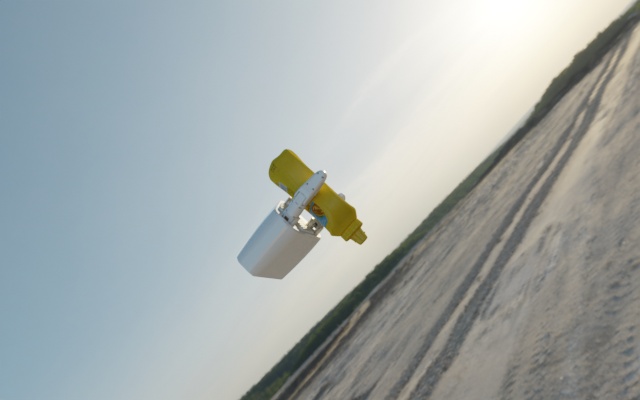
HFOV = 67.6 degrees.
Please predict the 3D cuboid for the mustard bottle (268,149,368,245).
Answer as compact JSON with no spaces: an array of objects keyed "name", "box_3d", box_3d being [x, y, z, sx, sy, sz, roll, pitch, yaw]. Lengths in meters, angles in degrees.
[{"name":"mustard bottle","box_3d":[0.000,0.002,0.780,0.191,0.058,0.096,43,-15,11]}]
